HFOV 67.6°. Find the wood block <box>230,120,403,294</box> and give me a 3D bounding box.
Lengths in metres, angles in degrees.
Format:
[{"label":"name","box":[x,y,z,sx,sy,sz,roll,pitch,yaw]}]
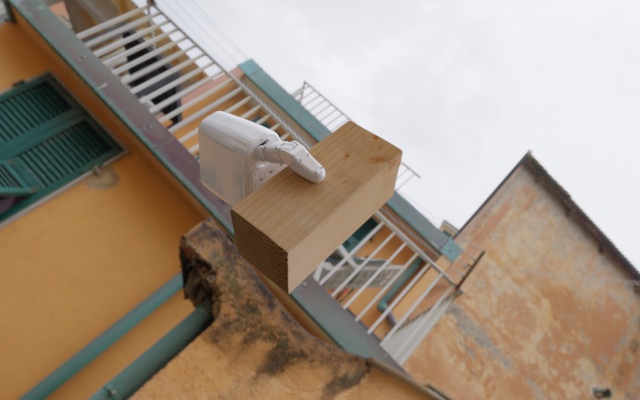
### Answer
[{"label":"wood block","box":[0.000,0.001,0.587,0.090,0.091,0.206,35,57,24]}]
